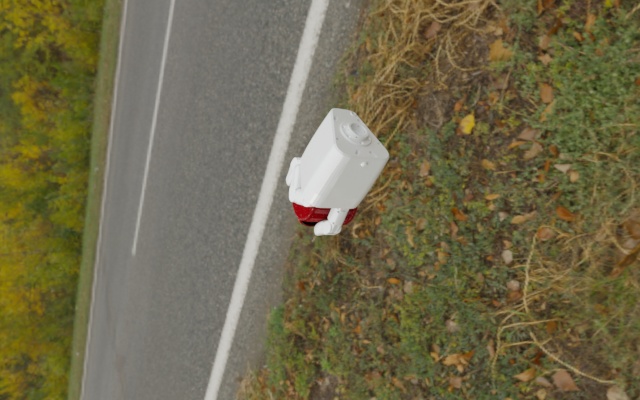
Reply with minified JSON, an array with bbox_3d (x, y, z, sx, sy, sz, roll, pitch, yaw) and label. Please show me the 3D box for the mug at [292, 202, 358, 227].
[{"bbox_3d":[-0.001,0.004,0.811,0.081,0.093,0.117,3,-41,-31],"label":"mug"}]
